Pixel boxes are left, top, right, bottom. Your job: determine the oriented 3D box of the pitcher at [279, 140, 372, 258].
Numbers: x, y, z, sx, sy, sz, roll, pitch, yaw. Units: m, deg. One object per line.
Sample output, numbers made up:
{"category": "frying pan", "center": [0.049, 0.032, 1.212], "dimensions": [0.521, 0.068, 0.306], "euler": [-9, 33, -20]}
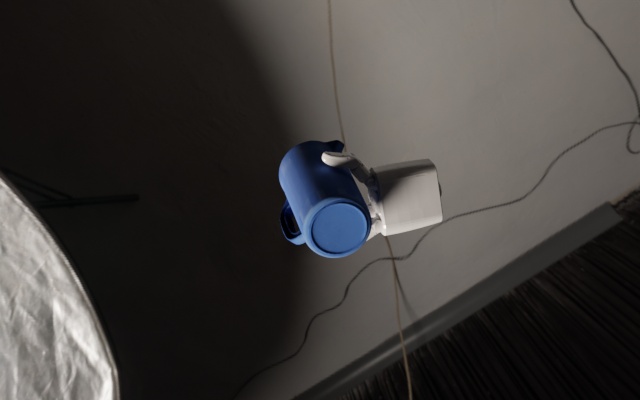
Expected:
{"category": "pitcher", "center": [0.000, 0.003, 0.823], "dimensions": [0.145, 0.149, 0.242], "euler": [-10, 26, -6]}
